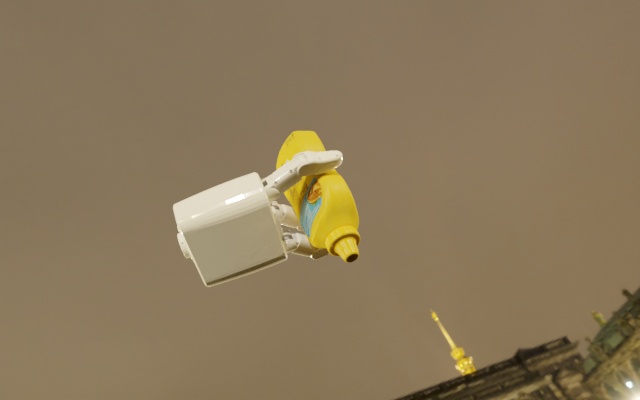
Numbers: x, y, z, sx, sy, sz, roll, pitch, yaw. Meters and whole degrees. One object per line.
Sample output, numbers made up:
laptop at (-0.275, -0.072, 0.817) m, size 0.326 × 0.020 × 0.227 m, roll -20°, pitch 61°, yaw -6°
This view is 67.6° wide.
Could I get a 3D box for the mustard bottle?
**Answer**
mustard bottle at (0.000, 0.002, 0.603) m, size 0.058 × 0.096 × 0.191 m, roll -2°, pitch 43°, yaw -27°
